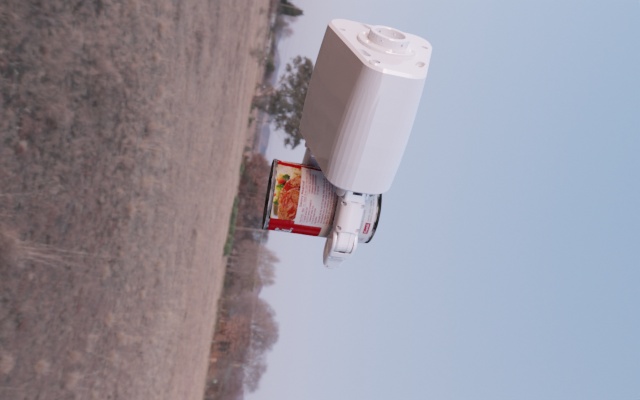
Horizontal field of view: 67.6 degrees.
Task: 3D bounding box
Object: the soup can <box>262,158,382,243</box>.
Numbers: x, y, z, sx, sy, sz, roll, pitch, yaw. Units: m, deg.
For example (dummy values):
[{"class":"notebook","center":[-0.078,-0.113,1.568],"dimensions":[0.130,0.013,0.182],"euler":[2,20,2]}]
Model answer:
[{"class":"soup can","center":[0.000,0.002,0.455],"dimensions":[0.102,0.068,0.068],"euler":[9,-2,-9]}]
